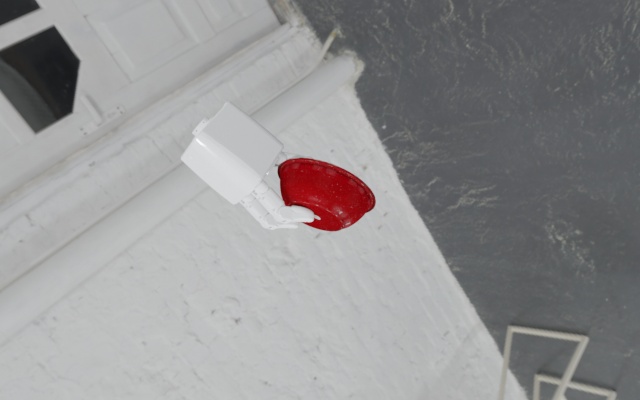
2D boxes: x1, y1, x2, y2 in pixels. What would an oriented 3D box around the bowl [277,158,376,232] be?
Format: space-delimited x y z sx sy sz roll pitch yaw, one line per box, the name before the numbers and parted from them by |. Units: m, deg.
bowl | 0.001 0.003 0.732 0.162 0.055 0.162 17 -24 8
